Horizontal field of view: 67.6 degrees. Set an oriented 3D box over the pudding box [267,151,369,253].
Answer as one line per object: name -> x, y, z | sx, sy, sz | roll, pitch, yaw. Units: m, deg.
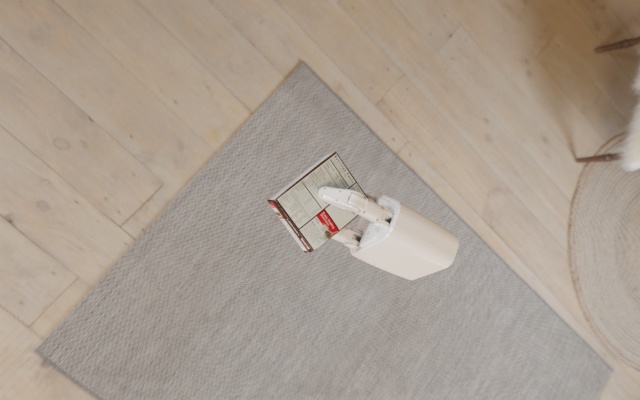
pudding box -> 0.000, 0.002, 0.641 | 0.113, 0.090, 0.039 | -39, 9, -21
